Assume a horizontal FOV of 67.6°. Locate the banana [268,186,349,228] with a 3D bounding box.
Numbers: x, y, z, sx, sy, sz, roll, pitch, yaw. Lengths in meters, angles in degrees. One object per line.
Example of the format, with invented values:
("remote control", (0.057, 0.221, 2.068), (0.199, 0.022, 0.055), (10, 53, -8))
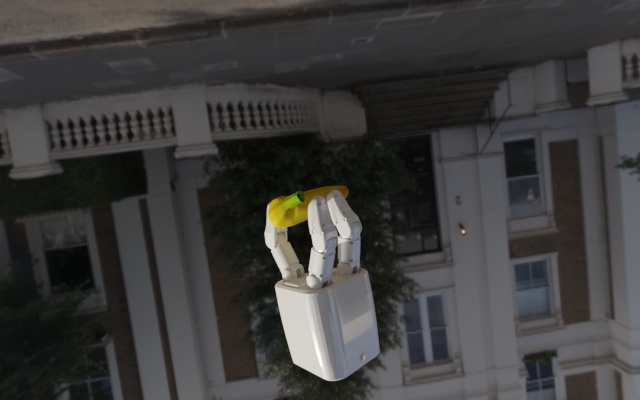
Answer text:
("banana", (-0.018, 0.007, 0.593), (0.069, 0.037, 0.198), (-15, 1, 18))
